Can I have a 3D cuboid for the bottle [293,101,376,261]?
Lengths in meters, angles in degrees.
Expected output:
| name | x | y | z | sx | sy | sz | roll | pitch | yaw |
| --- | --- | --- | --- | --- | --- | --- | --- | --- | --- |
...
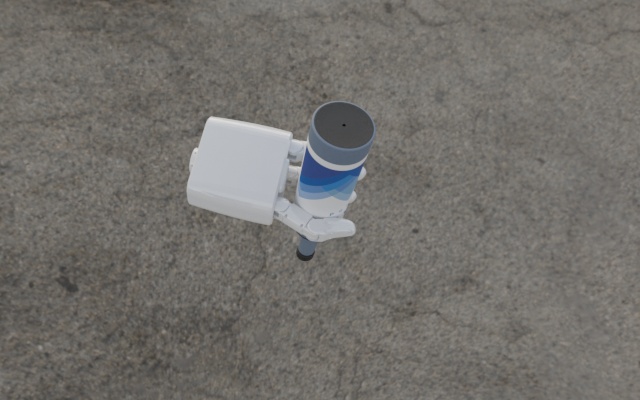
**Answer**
| name | x | y | z | sx | sy | sz | roll | pitch | yaw |
| --- | --- | --- | --- | --- | --- | --- | --- | --- | --- |
| bottle | 0.000 | 0.002 | 0.603 | 0.069 | 0.069 | 0.296 | 0 | -32 | -11 |
